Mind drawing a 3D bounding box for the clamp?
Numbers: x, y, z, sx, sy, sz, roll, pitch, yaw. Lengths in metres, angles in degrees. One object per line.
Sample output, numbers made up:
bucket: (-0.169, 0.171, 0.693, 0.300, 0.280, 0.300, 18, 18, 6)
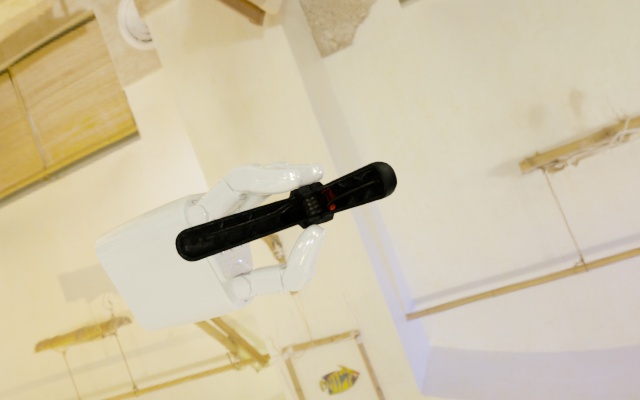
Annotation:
clamp: (0.000, 0.002, 0.409, 0.164, 0.036, 0.210, -18, -1, 20)
